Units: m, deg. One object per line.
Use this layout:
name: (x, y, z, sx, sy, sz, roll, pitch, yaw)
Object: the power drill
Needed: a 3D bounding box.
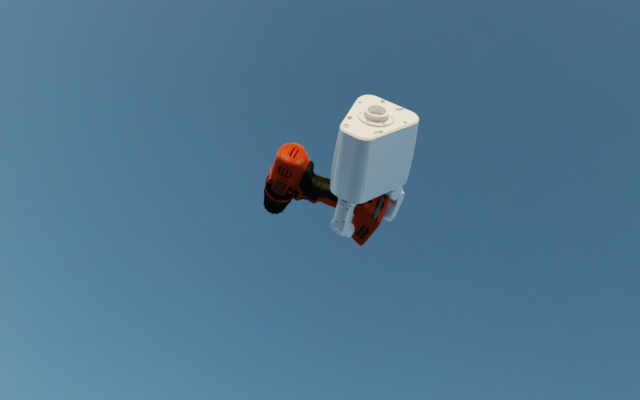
power drill: (0.001, 0.003, 0.756, 0.187, 0.057, 0.184, 25, -28, -2)
